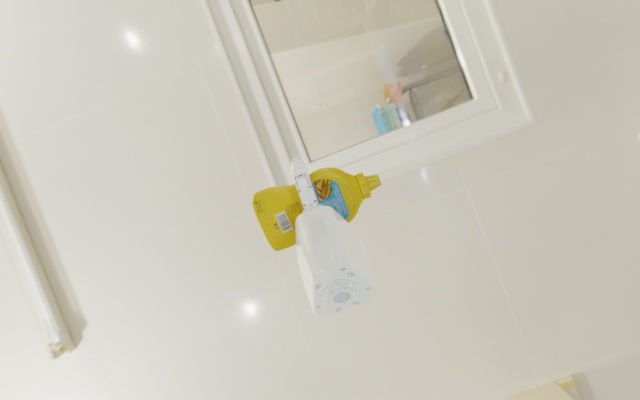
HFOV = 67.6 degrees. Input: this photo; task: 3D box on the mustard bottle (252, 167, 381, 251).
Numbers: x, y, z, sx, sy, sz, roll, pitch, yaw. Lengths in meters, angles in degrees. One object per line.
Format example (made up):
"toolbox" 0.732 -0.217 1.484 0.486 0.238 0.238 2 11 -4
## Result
"mustard bottle" 0.000 0.002 0.729 0.191 0.096 0.058 -21 20 3
